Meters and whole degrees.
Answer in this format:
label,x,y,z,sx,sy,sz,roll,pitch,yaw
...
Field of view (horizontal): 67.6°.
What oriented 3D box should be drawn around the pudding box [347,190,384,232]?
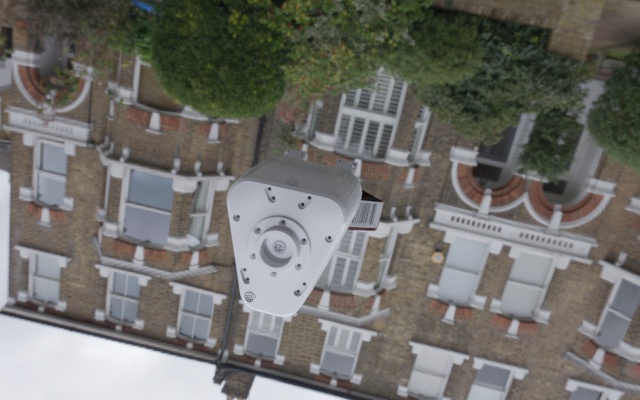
label,x,y,z,sx,sy,sz,roll,pitch,yaw
pudding box,0.000,0.002,0.535,0.113,0.039,0.090,7,13,-22
